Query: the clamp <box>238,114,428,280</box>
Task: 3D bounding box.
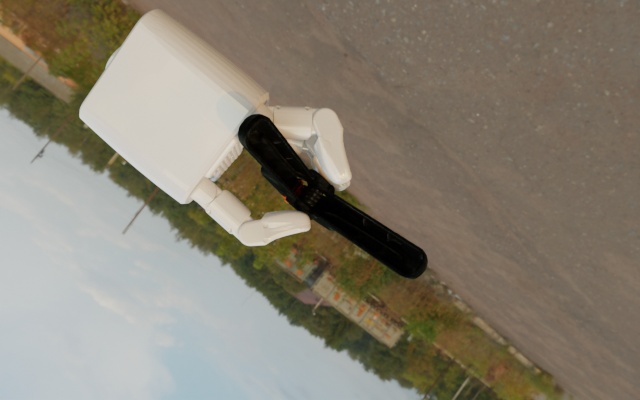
[{"bbox_3d":[-0.001,0.002,0.413,0.164,0.036,0.210,40,-6,-5],"label":"clamp"}]
